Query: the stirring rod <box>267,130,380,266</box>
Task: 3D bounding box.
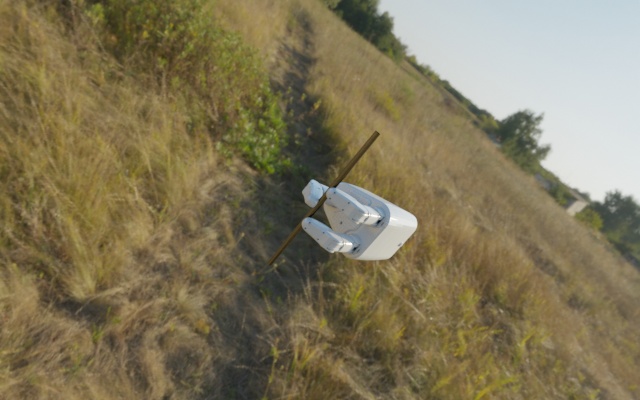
[{"bbox_3d":[0.000,0.002,0.644,0.011,0.239,0.011,35,18,-13],"label":"stirring rod"}]
